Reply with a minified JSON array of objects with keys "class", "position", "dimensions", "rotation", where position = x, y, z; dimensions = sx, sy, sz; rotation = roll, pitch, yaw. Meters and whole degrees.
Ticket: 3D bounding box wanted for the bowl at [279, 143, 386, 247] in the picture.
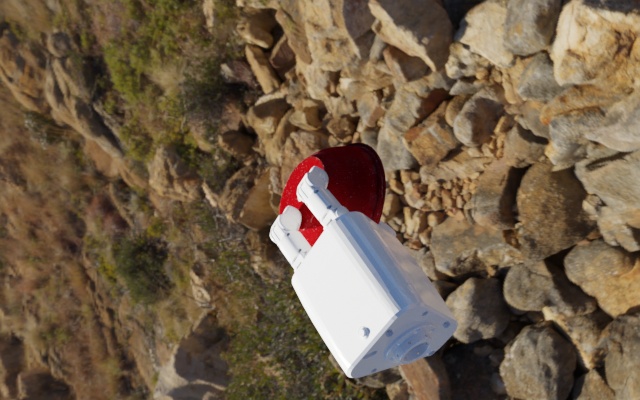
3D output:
[{"class":"bowl","position":[-0.001,0.001,0.543],"dimensions":[0.055,0.162,0.162],"rotation":[19,-10,-31]}]
